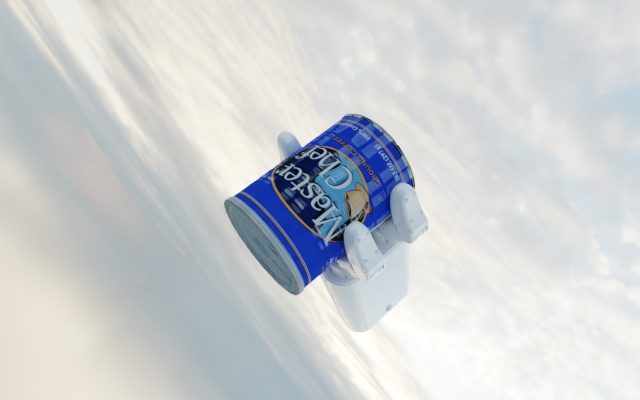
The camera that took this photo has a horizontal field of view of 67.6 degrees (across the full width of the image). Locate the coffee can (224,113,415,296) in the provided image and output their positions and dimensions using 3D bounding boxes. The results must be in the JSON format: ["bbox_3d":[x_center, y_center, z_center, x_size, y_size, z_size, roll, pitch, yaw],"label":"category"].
[{"bbox_3d":[0.000,0.001,0.432,0.140,0.103,0.103,-38,14,-19],"label":"coffee can"}]
